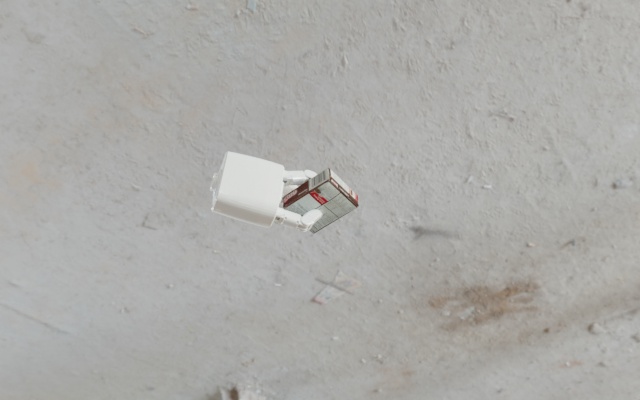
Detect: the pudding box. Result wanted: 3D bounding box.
[{"bbox_3d":[0.000,0.003,0.885,0.113,0.039,0.090,-31,-53,26],"label":"pudding box"}]
